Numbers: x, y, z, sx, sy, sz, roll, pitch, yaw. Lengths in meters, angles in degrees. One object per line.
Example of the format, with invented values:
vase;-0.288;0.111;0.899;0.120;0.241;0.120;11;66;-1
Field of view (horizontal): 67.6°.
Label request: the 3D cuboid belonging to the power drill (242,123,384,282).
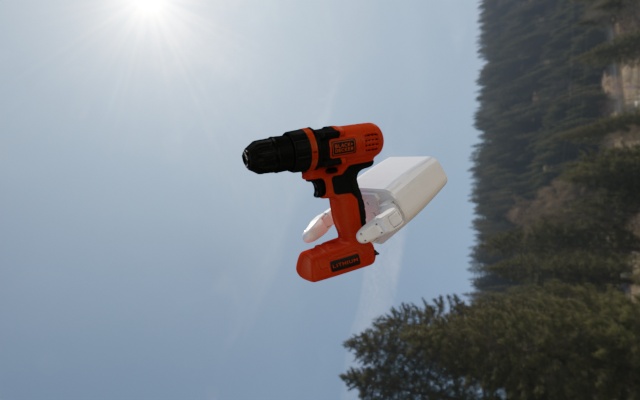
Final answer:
power drill;0.000;0.002;0.594;0.184;0.188;0.057;-12;18;-24
